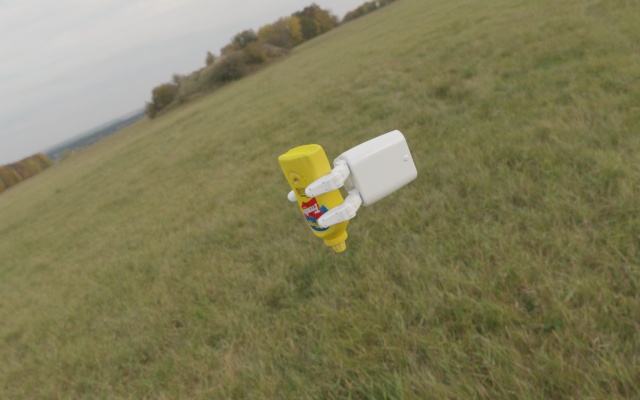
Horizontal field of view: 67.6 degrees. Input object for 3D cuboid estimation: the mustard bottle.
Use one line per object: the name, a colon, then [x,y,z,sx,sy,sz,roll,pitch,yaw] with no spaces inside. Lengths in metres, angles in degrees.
mustard bottle: [0.000,0.003,0.807,0.058,0.192,0.096,-35,21,-32]
